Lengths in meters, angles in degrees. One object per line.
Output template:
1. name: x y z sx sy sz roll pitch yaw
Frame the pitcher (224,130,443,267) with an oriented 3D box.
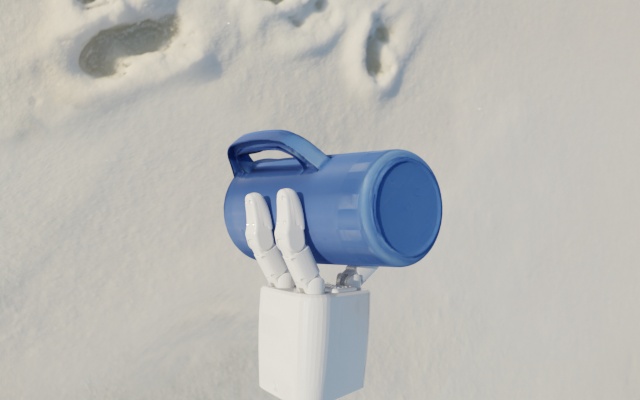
1. pitcher: 0.000 0.002 0.516 0.149 0.145 0.243 8 -7 -37
